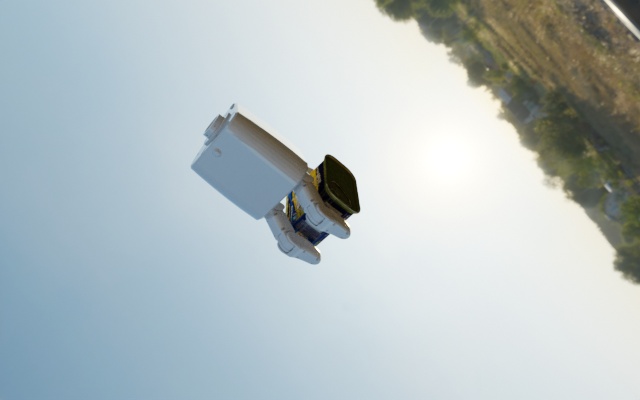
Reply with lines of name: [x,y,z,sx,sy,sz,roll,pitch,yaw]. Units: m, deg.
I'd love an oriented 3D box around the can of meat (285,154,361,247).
can of meat: [0.000,0.002,0.617,0.057,0.084,0.102,37,26,-23]
